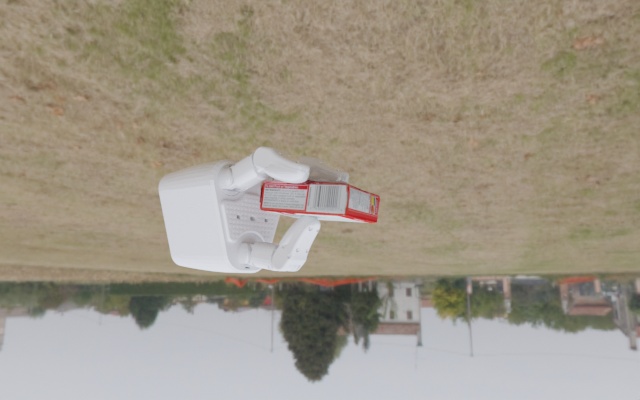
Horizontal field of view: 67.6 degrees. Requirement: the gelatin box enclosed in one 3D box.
[{"bbox_3d":[0.000,0.002,0.441,0.089,0.030,0.073,3,-6,29],"label":"gelatin box"}]
